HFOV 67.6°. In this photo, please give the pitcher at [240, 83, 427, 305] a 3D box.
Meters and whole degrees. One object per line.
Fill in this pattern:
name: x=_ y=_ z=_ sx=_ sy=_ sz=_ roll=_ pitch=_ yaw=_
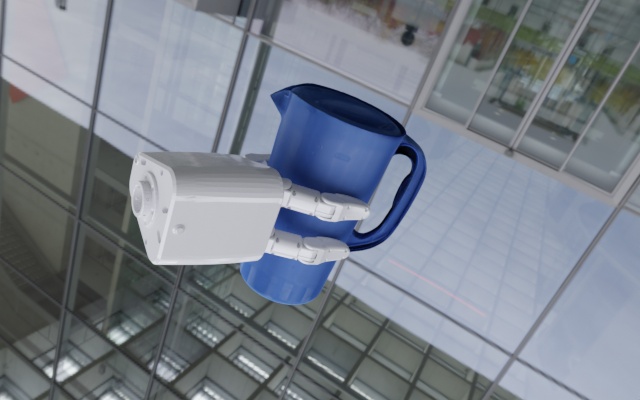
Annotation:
pitcher: x=0.000 y=0.002 z=0.552 sx=0.145 sy=0.243 sz=0.149 roll=-1 pitch=33 yaw=-41
